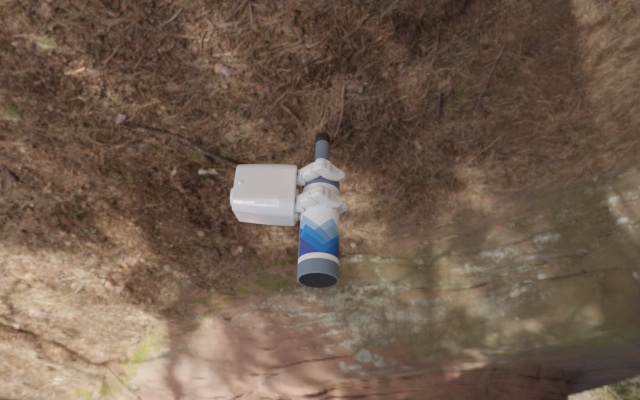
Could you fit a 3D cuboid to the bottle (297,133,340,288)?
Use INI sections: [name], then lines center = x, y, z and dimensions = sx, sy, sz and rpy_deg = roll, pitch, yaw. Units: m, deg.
[bottle]
center = 0.000, 0.003, 0.837
dimensions = 0.069, 0.295, 0.069
rpy_deg = 1, -32, 1
